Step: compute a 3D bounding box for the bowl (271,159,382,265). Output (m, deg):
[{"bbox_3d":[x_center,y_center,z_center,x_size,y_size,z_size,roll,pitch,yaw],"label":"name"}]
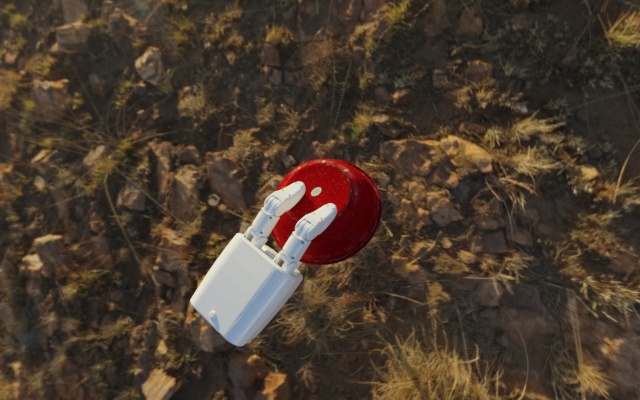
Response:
[{"bbox_3d":[0.001,0.001,0.643,0.162,0.162,0.055,0,-26,13],"label":"bowl"}]
